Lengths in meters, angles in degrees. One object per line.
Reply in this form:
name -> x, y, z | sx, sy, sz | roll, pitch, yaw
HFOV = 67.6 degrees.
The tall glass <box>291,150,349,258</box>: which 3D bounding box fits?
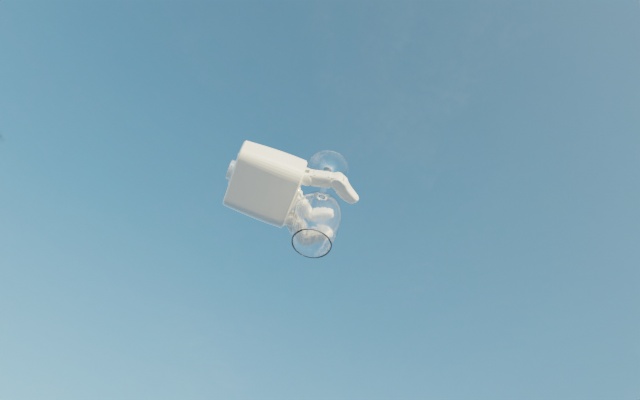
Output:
tall glass -> 0.000, 0.002, 0.791 | 0.079, 0.079, 0.201 | 0, 39, 10
